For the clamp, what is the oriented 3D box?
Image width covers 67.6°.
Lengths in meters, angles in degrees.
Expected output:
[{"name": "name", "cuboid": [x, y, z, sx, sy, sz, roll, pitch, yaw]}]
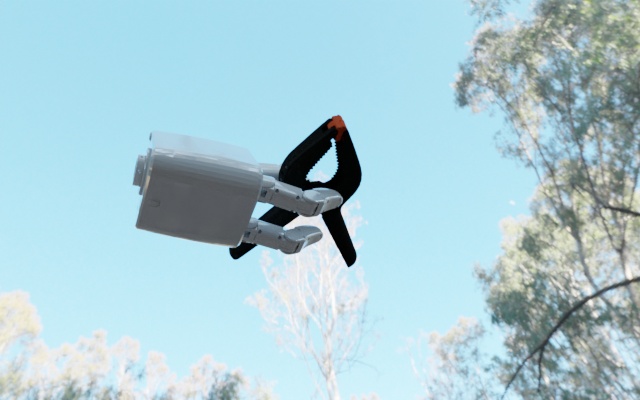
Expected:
[{"name": "clamp", "cuboid": [0.000, 0.001, 0.556, 0.164, 0.210, 0.036, 12, 34, -23]}]
